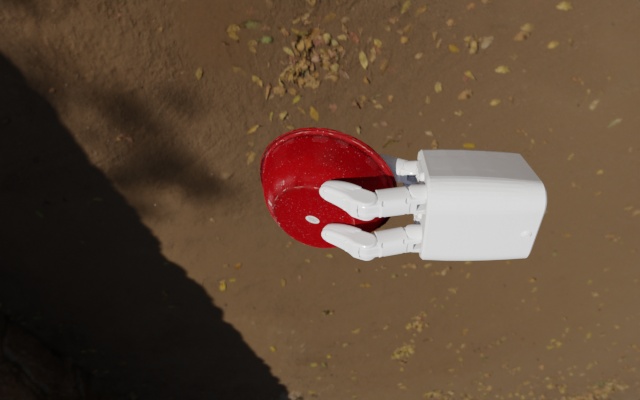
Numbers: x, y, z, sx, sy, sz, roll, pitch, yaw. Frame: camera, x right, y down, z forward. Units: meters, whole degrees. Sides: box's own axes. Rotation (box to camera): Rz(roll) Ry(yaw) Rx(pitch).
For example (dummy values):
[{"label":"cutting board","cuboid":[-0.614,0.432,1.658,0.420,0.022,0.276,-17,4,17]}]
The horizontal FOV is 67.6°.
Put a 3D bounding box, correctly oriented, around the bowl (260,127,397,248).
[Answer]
[{"label":"bowl","cuboid":[-0.001,0.002,0.524,0.162,0.162,0.055,0,42,22]}]
